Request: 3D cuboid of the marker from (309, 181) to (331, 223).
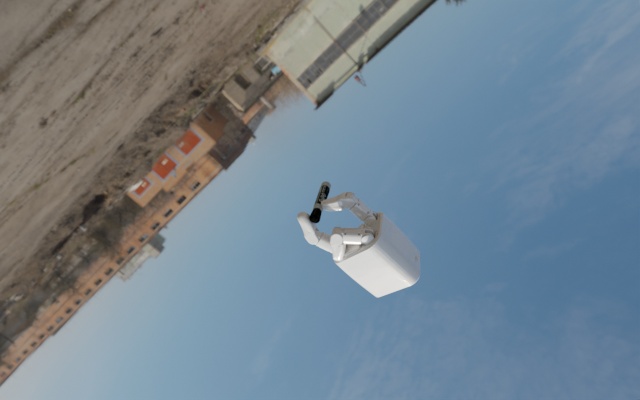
[{"bbox_3d":[0.000,0.003,0.839,0.020,0.020,0.121,0,30,12],"label":"marker"}]
